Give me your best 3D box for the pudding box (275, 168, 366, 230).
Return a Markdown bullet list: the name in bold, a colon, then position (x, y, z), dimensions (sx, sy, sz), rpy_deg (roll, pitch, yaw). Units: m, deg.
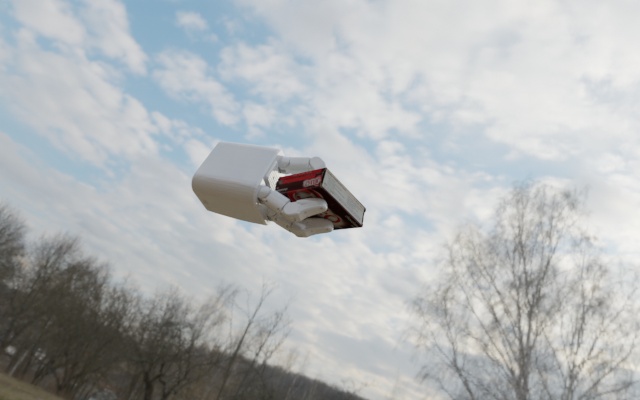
- **pudding box**: position (0.000, 0.002, 0.700), dimensions (0.090, 0.039, 0.113), rpy_deg (-8, -35, 38)
